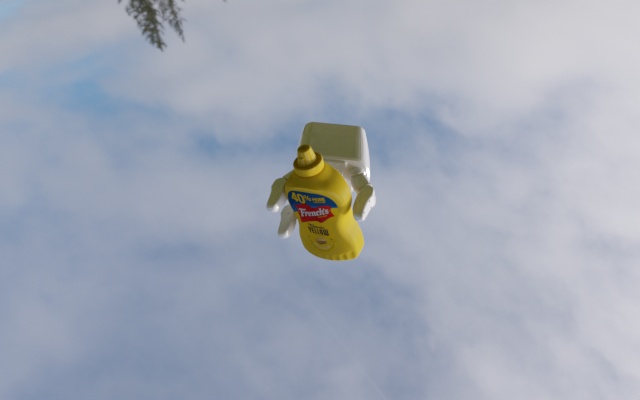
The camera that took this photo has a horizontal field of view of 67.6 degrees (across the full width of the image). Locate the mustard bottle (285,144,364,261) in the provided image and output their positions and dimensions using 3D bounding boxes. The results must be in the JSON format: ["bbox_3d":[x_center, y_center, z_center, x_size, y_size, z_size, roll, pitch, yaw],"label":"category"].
[{"bbox_3d":[0.000,0.003,0.682,0.096,0.192,0.058,10,46,29],"label":"mustard bottle"}]
